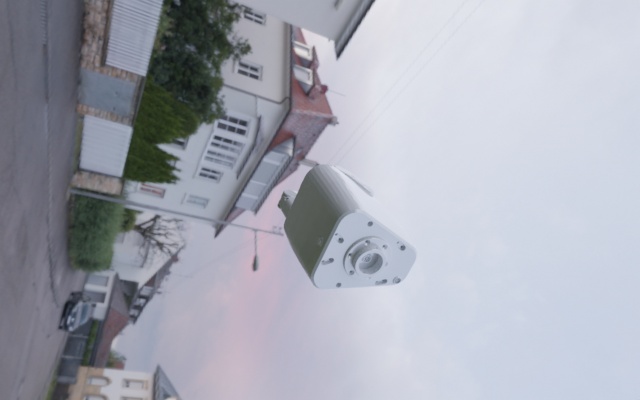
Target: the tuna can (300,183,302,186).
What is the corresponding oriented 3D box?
[{"bbox_3d":[0.001,0.002,0.639,0.034,0.086,0.086,12,-6,-27],"label":"tuna can"}]
